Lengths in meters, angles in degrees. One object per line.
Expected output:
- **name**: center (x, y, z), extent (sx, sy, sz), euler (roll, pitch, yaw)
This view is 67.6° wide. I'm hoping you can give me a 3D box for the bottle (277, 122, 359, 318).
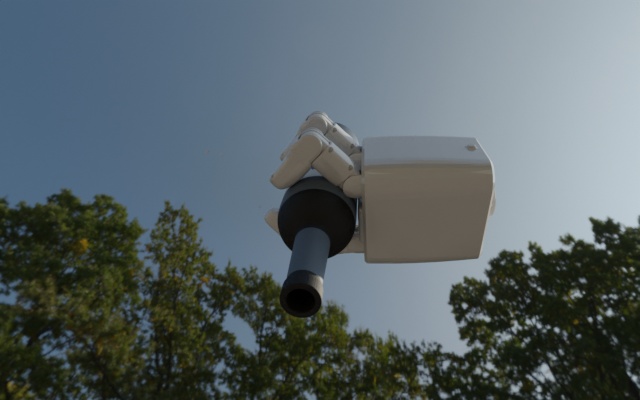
- **bottle**: center (0.000, 0.001, 0.435), extent (0.069, 0.069, 0.295), euler (0, 25, 6)
